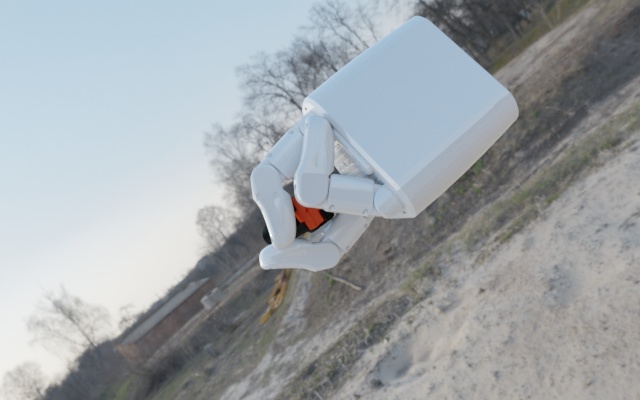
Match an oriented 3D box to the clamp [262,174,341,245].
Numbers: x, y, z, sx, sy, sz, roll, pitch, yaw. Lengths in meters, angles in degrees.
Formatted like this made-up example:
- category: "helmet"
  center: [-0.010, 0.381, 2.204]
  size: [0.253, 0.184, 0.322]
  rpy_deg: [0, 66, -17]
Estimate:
- category: "clamp"
  center: [0.000, 0.001, 0.426]
  size: [0.120, 0.039, 0.171]
  rpy_deg: [-41, 3, -8]
